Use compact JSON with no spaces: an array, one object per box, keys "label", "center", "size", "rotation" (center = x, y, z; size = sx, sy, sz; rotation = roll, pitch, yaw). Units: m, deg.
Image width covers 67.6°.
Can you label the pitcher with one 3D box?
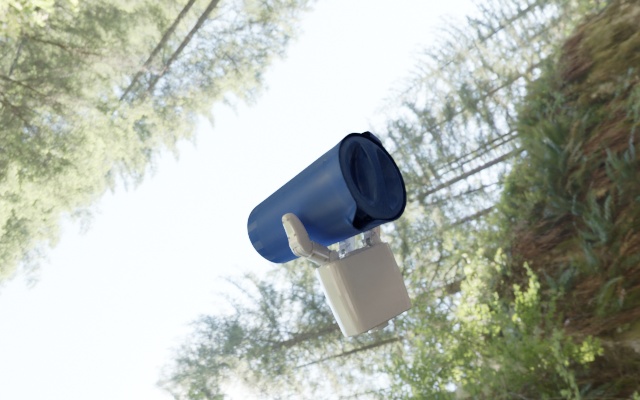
[{"label":"pitcher","center":[0.000,0.003,0.722],"size":[0.243,0.145,0.149],"rotation":[-30,-10,40]}]
